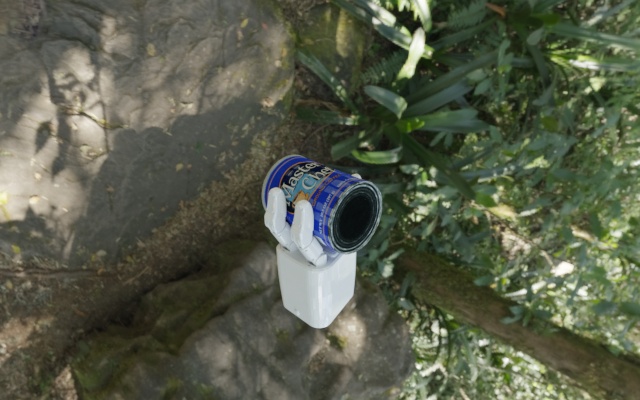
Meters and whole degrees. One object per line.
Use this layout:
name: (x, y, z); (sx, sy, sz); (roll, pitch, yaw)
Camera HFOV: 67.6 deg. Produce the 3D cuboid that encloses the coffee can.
coffee can: (0.000, 0.002, 0.669); (0.103, 0.103, 0.140); (0, 18, -46)
